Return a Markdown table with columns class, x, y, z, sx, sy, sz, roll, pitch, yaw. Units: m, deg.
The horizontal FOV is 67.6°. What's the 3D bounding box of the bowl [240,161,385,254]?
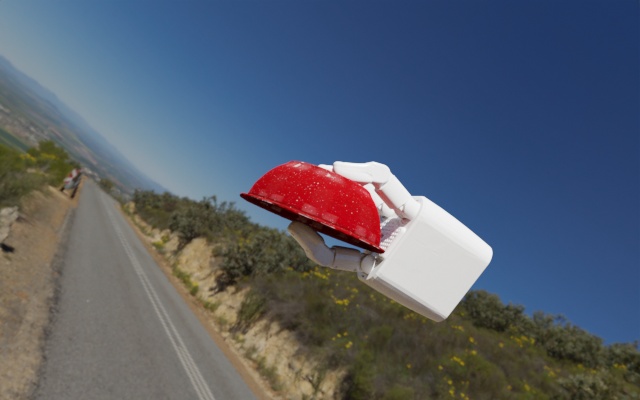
| class | x | y | z | sx | sy | sz | roll | pitch | yaw |
| --- | --- | --- | --- | --- | --- | --- | --- | --- | --- |
| bowl | -0.001 | 0.001 | 0.500 | 0.162 | 0.055 | 0.162 | 21 | -6 | 2 |
